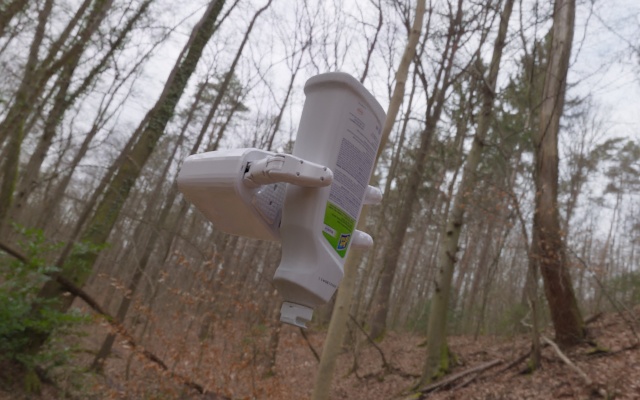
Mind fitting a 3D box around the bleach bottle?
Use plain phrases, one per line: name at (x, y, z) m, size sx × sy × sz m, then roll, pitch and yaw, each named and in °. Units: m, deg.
bleach bottle at (0.000, 0.002, 0.491) m, size 0.068 × 0.250 × 0.103 m, roll 1°, pitch -22°, yaw 40°
